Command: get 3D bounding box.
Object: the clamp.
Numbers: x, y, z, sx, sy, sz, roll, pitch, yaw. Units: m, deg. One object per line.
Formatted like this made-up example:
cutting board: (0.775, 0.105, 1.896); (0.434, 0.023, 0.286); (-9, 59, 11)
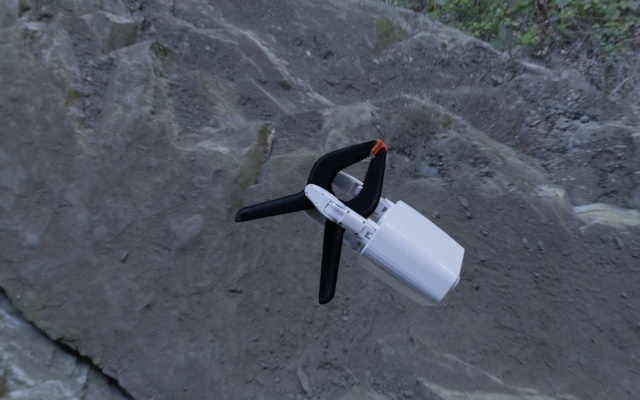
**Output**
clamp: (0.000, 0.002, 0.598); (0.164, 0.210, 0.036); (36, 8, 9)
